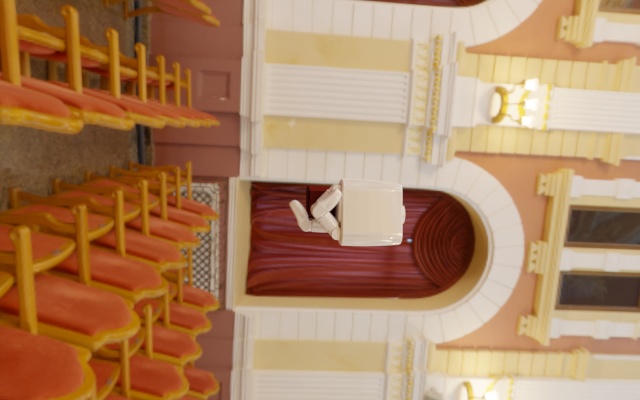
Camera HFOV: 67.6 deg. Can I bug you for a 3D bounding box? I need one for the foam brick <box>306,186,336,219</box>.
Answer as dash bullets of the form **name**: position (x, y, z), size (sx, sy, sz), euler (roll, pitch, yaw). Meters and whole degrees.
- **foam brick**: position (0.000, 0.003, 0.888), size (0.051, 0.053, 0.078), euler (1, 9, -4)
